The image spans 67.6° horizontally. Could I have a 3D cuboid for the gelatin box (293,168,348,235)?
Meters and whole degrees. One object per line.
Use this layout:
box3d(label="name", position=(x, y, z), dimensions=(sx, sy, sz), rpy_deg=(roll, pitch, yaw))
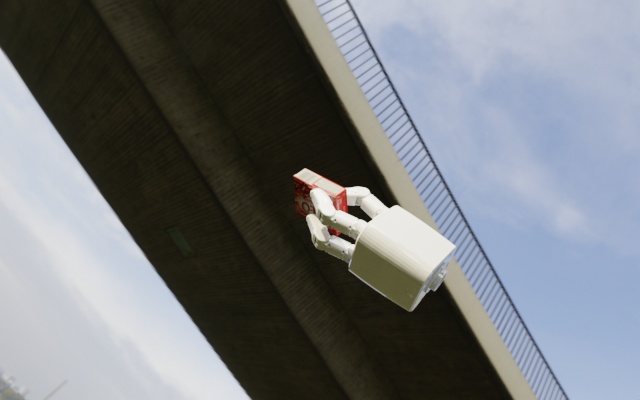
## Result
box3d(label="gelatin box", position=(0.000, 0.002, 0.722), dimensions=(0.089, 0.073, 0.030), rpy_deg=(29, 48, 34))
